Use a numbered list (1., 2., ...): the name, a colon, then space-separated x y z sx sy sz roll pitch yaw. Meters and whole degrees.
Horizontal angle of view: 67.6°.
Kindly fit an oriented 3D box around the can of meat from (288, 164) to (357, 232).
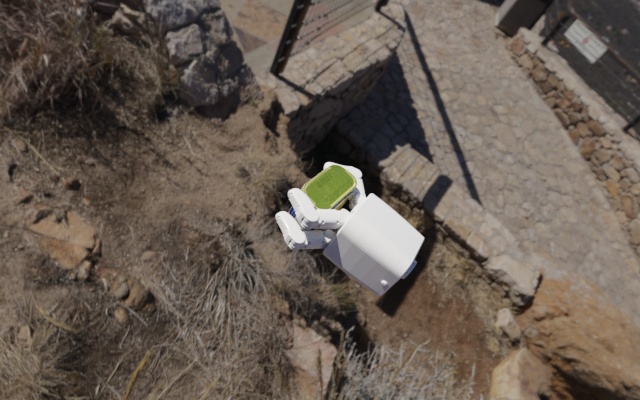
1. can of meat: 0.000 0.002 0.714 0.102 0.057 0.084 -40 -11 -41
